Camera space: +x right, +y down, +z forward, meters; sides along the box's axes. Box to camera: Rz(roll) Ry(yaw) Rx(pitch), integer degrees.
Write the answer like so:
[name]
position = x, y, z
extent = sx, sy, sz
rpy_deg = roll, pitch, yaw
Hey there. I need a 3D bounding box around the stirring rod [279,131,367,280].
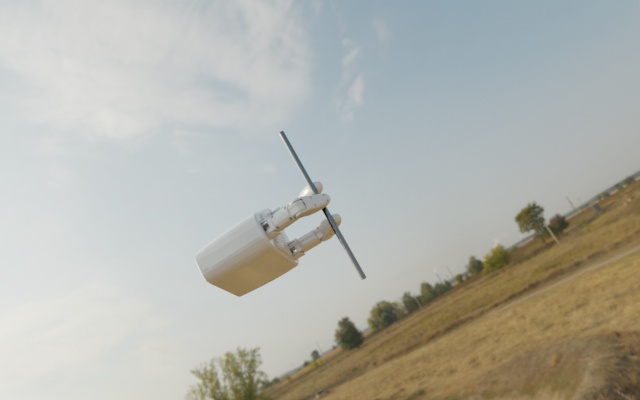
[stirring rod]
position = 0.000, 0.002, 0.658
extent = 0.011, 0.239, 0.011
rpy_deg = -27, -16, -8
